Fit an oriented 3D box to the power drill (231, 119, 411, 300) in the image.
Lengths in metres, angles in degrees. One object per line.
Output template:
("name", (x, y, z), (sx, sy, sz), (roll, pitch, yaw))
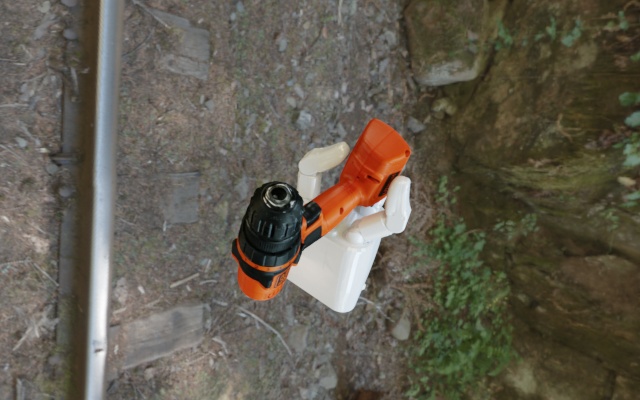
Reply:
("power drill", (0.000, 0.001, 0.441), (0.187, 0.057, 0.184), (-38, -14, -28))
